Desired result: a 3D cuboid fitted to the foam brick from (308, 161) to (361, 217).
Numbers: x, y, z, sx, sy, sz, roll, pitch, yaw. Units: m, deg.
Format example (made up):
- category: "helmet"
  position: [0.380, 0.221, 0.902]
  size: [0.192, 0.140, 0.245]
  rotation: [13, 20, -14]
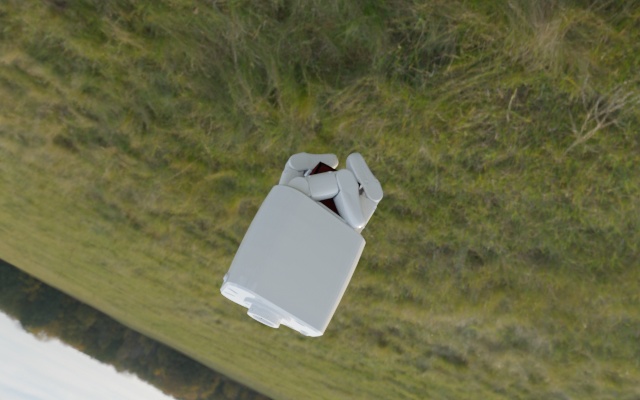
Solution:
- category: "foam brick"
  position: [0.000, 0.002, 0.526]
  size: [0.053, 0.051, 0.078]
  rotation: [28, -23, -8]
